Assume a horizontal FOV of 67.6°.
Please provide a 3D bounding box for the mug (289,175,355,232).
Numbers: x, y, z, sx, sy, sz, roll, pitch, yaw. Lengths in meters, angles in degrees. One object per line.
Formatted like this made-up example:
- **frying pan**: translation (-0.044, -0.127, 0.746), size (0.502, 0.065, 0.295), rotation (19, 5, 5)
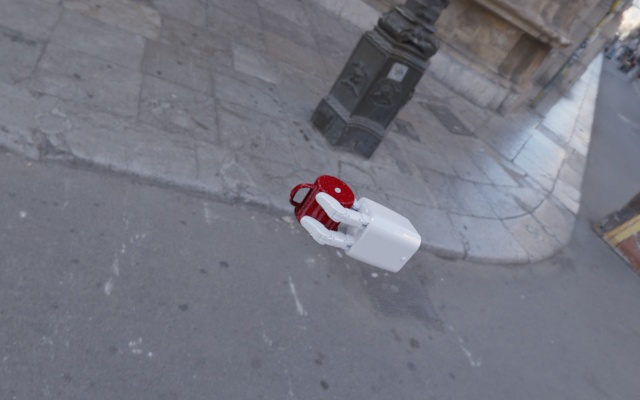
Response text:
- **mug**: translation (-0.001, 0.002, 0.875), size (0.117, 0.081, 0.093), rotation (23, 32, -17)
